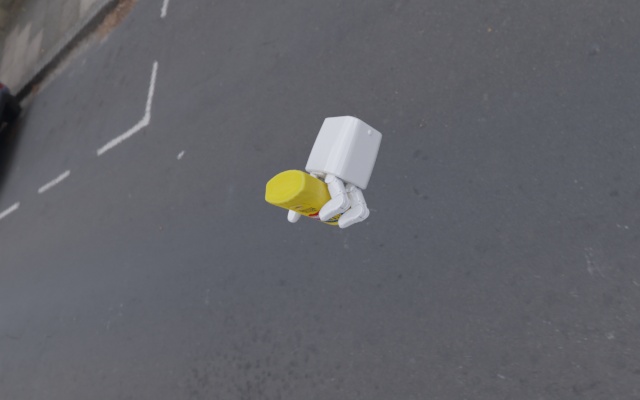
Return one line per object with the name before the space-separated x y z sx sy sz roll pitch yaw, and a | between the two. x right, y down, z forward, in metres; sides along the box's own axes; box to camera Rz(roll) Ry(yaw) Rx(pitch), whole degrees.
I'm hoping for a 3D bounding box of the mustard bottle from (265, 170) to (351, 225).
mustard bottle | 0.000 0.003 0.858 0.096 0.058 0.192 -16 -27 39
